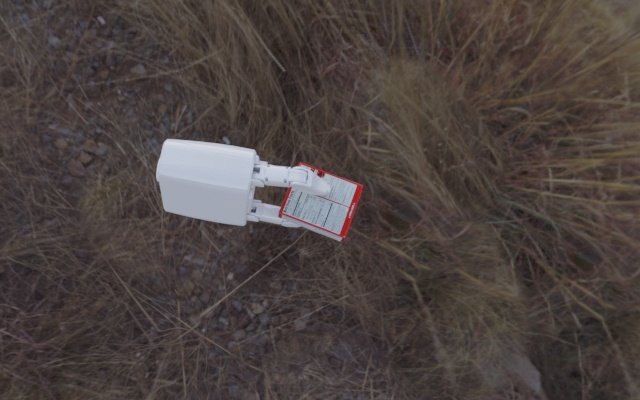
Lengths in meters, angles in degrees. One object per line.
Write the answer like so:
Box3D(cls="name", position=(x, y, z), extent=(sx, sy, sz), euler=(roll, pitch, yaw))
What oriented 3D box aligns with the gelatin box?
Box3D(cls="gelatin box", position=(0.000, 0.002, 0.605), extent=(0.089, 0.073, 0.030), euler=(20, -17, 1))
